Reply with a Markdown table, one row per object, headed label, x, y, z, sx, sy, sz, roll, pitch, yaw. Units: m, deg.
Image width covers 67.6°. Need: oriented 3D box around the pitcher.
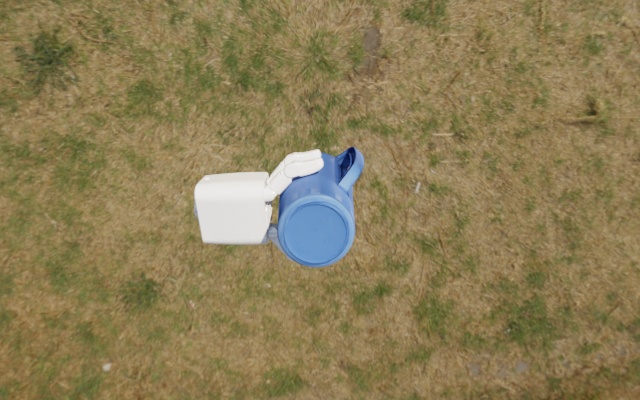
| label | x | y | z | sx | sy | sz | roll | pitch | yaw |
| --- | --- | --- | --- | --- | --- | --- | --- | --- | --- |
| pitcher | 0.000 | 0.003 | 0.760 | 0.145 | 0.149 | 0.242 | -1 | 17 | -1 |
